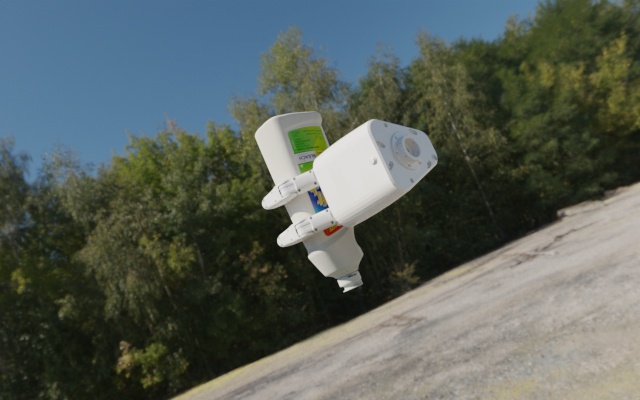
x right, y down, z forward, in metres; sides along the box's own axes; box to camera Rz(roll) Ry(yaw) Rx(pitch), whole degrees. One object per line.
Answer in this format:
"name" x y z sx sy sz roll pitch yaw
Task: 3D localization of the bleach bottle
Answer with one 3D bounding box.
"bleach bottle" 0.000 0.002 0.663 0.102 0.251 0.068 -15 -13 -43
